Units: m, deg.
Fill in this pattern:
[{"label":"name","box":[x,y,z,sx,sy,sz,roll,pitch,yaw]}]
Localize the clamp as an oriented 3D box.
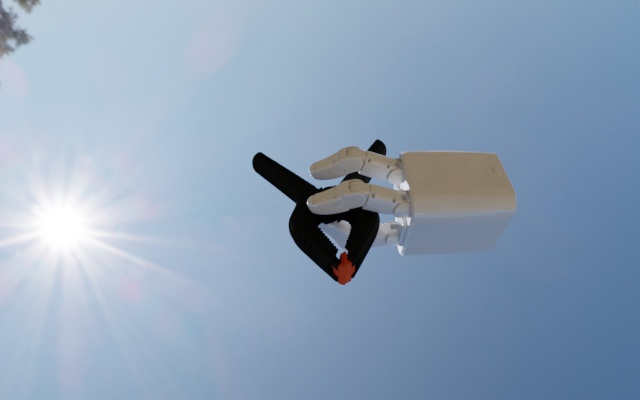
[{"label":"clamp","box":[0.000,0.003,0.523,0.164,0.036,0.209,-3,42,2]}]
